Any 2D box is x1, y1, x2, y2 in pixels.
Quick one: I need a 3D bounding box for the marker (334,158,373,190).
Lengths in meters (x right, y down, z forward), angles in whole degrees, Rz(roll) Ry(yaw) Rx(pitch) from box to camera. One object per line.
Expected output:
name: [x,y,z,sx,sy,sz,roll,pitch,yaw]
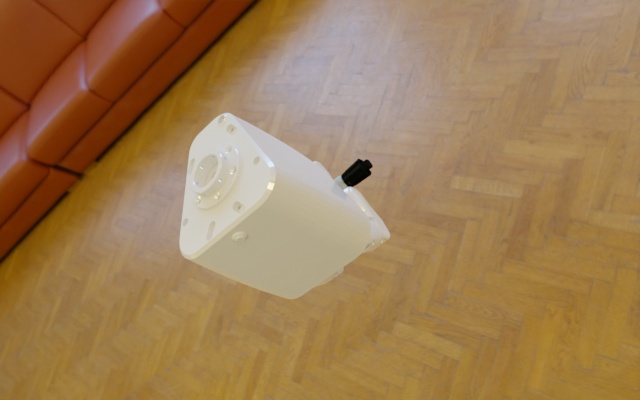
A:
marker: [0.000,0.001,0.450,0.121,0.020,0.020,-39,-15,20]
